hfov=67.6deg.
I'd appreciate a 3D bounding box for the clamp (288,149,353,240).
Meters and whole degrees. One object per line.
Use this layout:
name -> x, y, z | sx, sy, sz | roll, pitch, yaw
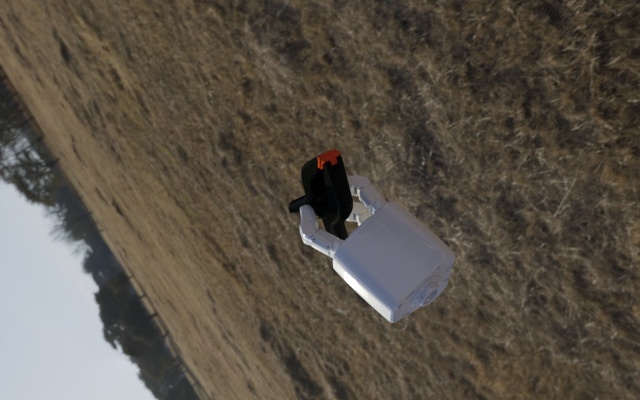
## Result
clamp -> 0.000, 0.002, 0.670 | 0.036, 0.210, 0.164 | -30, 53, -23
